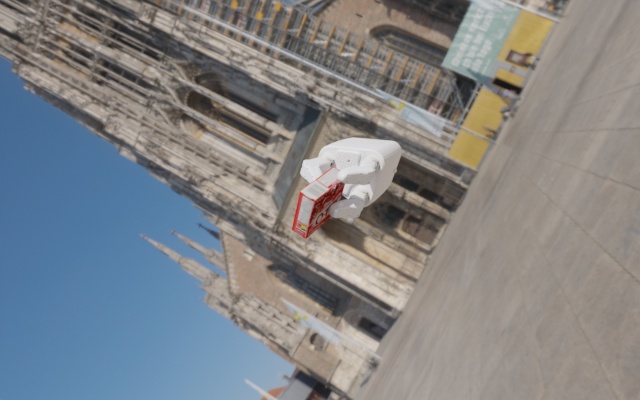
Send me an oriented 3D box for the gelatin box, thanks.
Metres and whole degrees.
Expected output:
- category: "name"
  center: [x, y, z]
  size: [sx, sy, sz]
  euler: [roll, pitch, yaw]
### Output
- category: "gelatin box"
  center: [0.000, 0.002, 0.685]
  size: [0.030, 0.073, 0.089]
  euler: [31, 41, 19]
